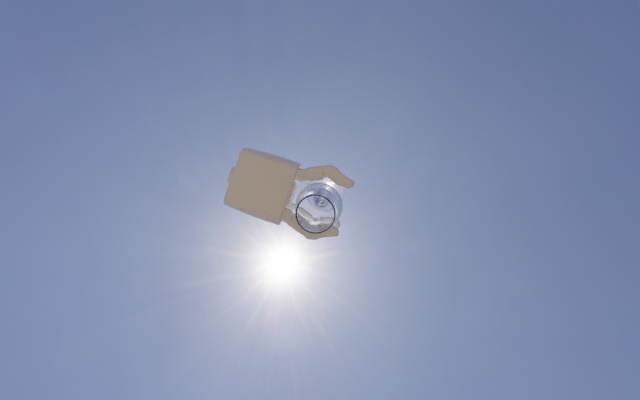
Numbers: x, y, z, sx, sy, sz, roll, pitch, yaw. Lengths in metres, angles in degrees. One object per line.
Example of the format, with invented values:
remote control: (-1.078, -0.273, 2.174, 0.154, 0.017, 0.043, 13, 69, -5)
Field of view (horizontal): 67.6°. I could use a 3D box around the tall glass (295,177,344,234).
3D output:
tall glass: (0.000, 0.003, 0.827, 0.079, 0.079, 0.201, 0, 11, 4)
